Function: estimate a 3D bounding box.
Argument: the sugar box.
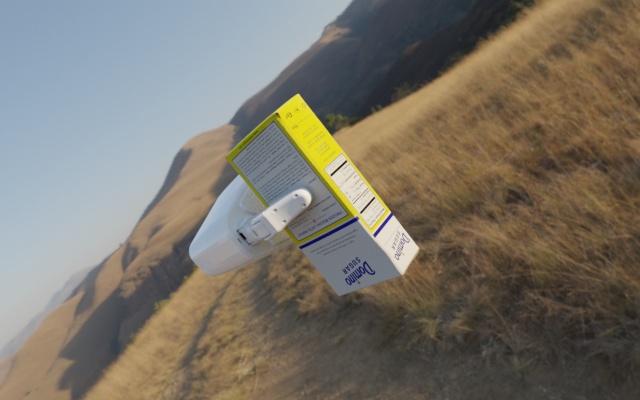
[{"bbox_3d":[0.000,0.001,0.439,0.093,0.176,0.048,-30,13,48],"label":"sugar box"}]
